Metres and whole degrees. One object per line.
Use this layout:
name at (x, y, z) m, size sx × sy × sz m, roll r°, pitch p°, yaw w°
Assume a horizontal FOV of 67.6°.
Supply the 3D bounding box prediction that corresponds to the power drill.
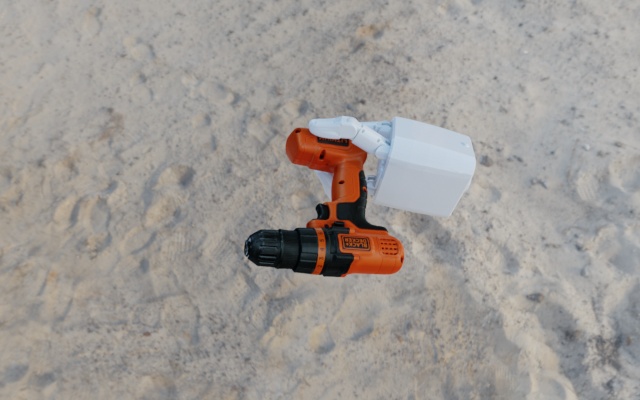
power drill at (0.000, 0.001, 0.572) m, size 0.184 × 0.187 × 0.057 m, roll 7°, pitch -34°, yaw -19°
